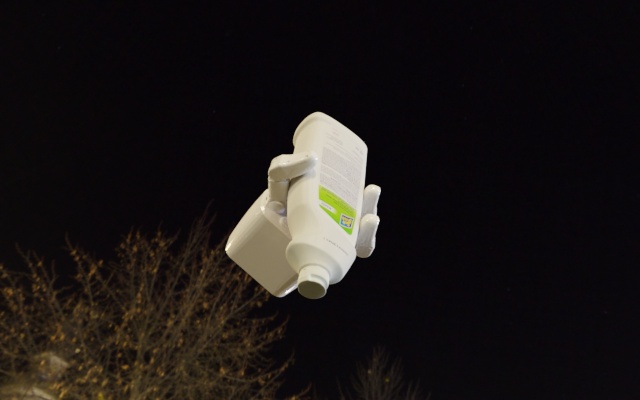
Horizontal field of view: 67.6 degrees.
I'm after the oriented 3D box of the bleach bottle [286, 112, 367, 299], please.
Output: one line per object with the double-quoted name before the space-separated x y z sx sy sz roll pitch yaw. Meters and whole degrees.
"bleach bottle" 0.000 0.002 0.560 0.102 0.250 0.068 31 -51 -17
